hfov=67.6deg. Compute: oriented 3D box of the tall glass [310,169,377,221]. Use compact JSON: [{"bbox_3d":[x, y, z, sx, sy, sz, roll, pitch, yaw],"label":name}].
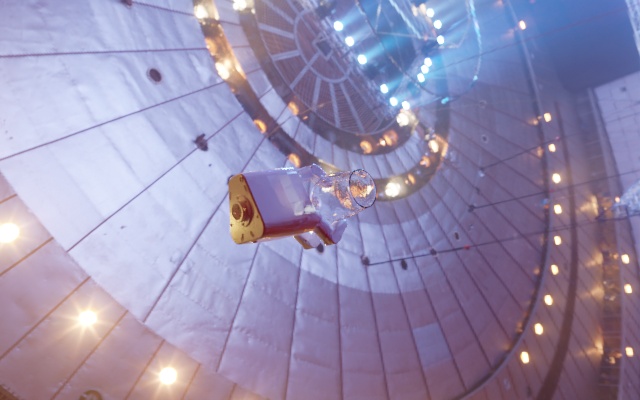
[{"bbox_3d":[0.000,0.003,0.807,0.079,0.079,0.201,0,-13,-43],"label":"tall glass"}]
